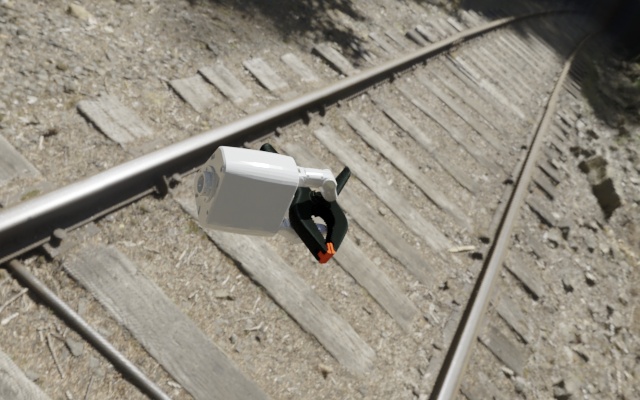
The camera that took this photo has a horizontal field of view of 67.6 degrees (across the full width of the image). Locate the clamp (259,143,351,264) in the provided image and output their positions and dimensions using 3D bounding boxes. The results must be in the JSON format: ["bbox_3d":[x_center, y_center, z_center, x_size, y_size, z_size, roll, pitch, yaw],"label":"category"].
[{"bbox_3d":[0.000,0.002,0.729,0.164,0.209,0.036,7,-43,-32],"label":"clamp"}]
